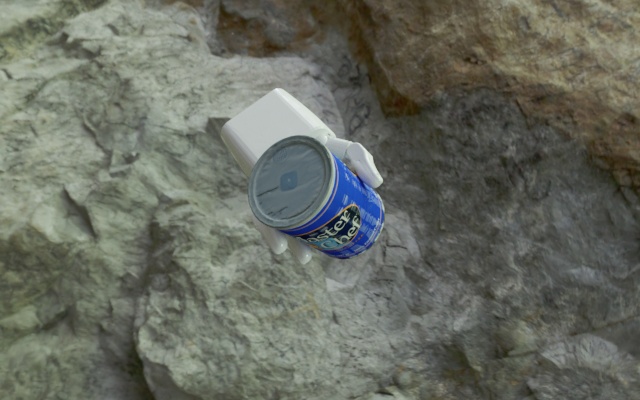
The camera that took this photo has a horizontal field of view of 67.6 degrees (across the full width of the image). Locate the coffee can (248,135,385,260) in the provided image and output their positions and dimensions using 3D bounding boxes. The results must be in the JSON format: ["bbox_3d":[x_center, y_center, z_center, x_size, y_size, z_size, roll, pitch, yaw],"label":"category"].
[{"bbox_3d":[0.000,0.002,0.543,0.103,0.102,0.140,0,-19,30],"label":"coffee can"}]
